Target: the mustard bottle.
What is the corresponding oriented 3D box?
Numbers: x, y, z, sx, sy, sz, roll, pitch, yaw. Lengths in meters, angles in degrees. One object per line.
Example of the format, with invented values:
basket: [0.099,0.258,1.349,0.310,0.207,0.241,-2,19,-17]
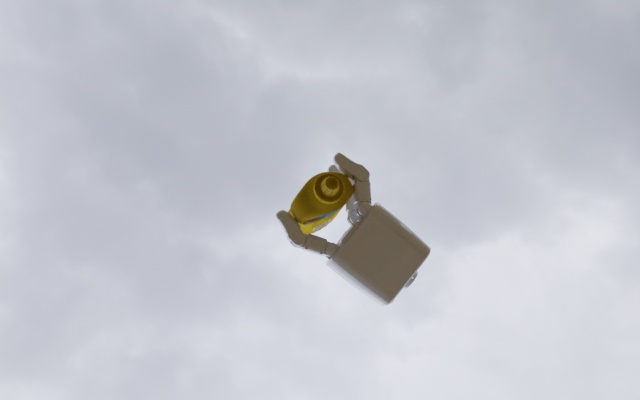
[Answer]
mustard bottle: [0.000,0.002,0.708,0.096,0.058,0.192,-26,-9,-15]
